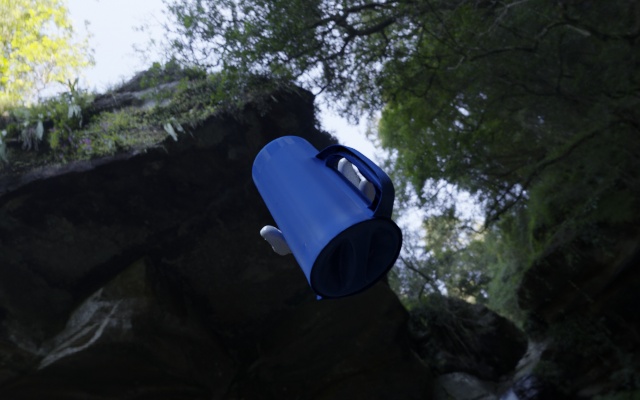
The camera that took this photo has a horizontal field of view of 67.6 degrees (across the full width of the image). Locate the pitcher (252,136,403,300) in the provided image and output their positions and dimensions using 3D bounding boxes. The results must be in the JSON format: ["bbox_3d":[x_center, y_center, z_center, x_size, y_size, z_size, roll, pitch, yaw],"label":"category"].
[{"bbox_3d":[0.000,0.002,0.664,0.149,0.145,0.242,-30,47,-9],"label":"pitcher"}]
